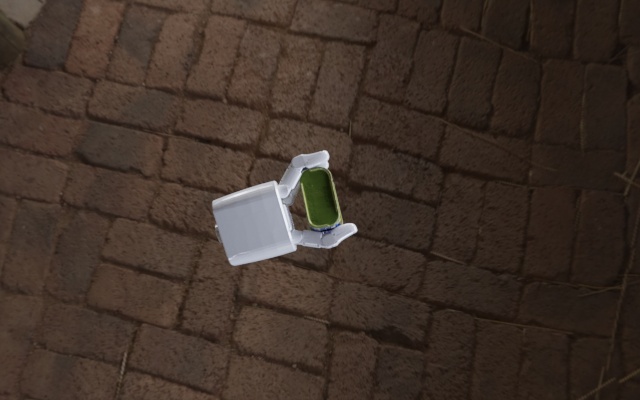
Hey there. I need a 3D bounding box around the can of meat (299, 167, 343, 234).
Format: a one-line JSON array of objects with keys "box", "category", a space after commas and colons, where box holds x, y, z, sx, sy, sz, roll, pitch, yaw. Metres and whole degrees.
[{"box": [0.000, 0.003, 0.773, 0.057, 0.102, 0.084, -13, -11, 1], "category": "can of meat"}]
